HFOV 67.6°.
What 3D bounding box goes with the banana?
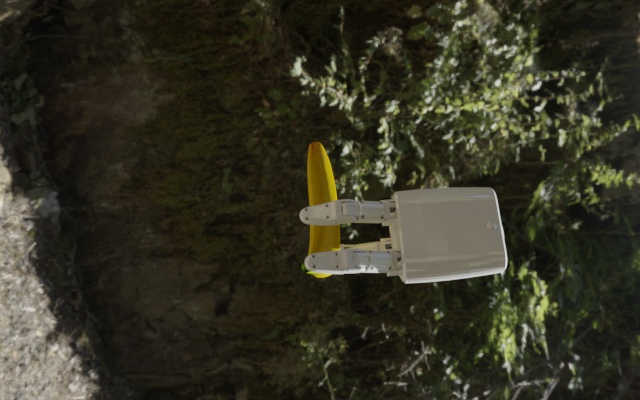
[{"bbox_3d":[0.003,0.017,0.565,0.037,0.197,0.070,-5,-42,6],"label":"banana"}]
